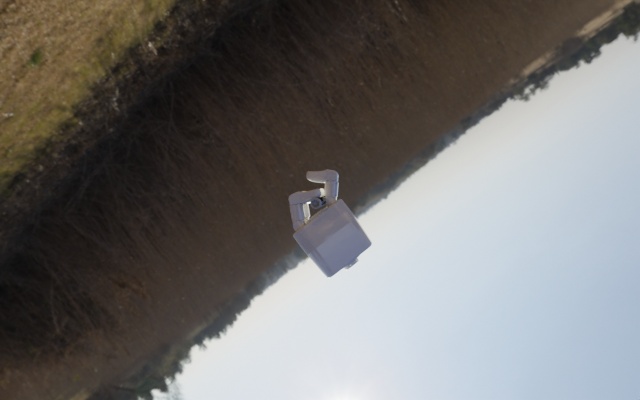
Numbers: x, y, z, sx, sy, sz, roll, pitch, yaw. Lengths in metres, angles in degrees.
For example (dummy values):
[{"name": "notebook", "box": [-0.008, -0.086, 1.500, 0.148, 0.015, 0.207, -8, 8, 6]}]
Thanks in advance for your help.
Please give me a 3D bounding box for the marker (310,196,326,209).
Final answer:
[{"name": "marker", "box": [0.000, 0.003, 0.886, 0.020, 0.020, 0.121, 0, 3, 8]}]
